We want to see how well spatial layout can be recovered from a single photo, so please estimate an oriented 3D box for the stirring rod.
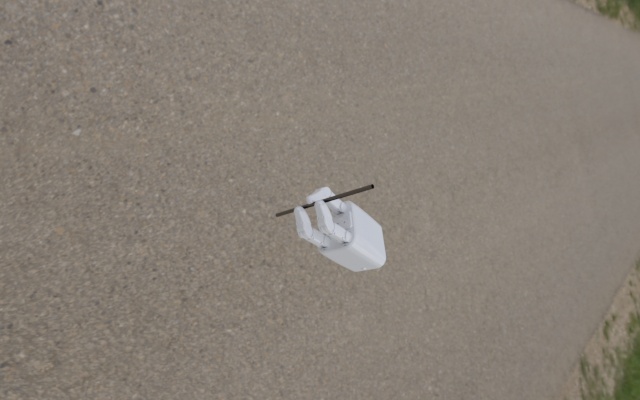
[{"bbox_3d":[0.000,0.003,0.874,0.239,0.011,0.011,-17,-11,41],"label":"stirring rod"}]
